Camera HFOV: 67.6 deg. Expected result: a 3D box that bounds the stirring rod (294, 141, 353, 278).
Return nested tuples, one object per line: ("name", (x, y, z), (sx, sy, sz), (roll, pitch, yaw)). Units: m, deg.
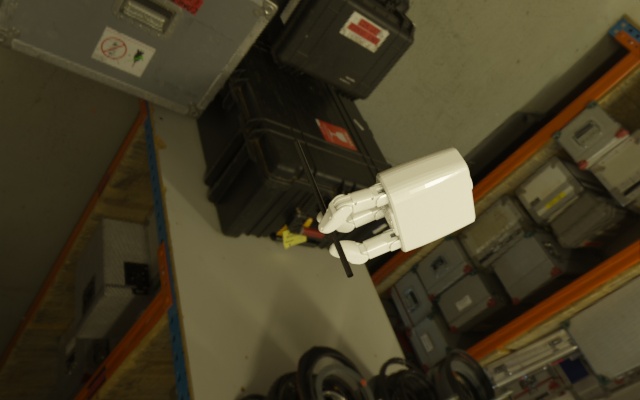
("stirring rod", (0.000, 0.002, 0.651), (0.011, 0.239, 0.011), (-14, -37, -11))
